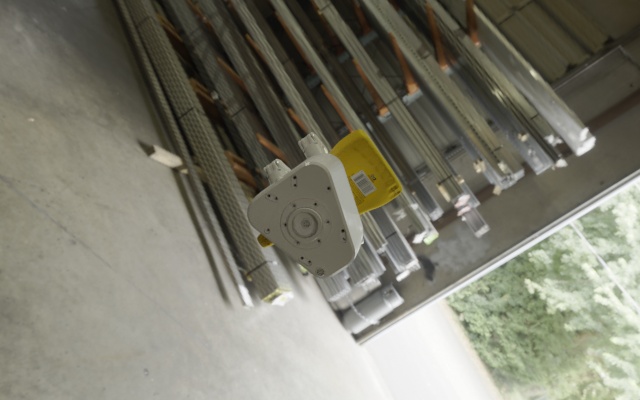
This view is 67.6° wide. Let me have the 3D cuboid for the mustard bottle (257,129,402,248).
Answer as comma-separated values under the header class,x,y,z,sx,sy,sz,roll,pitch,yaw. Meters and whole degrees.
class,x,y,z,sx,sy,sz,roll,pitch,yaw
mustard bottle,0.000,0.002,0.603,0.191,0.096,0.058,-35,27,10
